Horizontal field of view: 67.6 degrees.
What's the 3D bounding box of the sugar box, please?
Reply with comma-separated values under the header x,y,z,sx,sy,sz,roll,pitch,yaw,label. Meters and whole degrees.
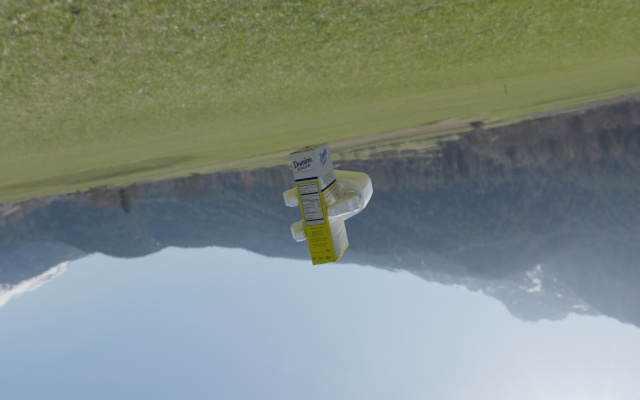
x,y,z,sx,sy,sz,roll,pitch,yaw,label
0.000,0.003,0.748,0.048,0.176,0.093,-11,10,17,sugar box
